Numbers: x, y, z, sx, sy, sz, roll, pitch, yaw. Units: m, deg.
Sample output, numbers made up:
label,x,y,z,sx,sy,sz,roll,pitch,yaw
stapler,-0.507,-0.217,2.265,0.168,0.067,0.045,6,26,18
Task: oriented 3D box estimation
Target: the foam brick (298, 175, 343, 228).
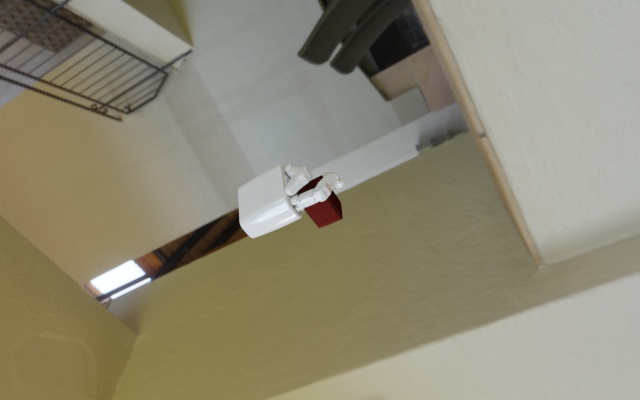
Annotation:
label,x,y,z,sx,sy,sz,roll,pitch,yaw
foam brick,0.000,0.003,0.895,0.051,0.078,0.053,-26,32,17
